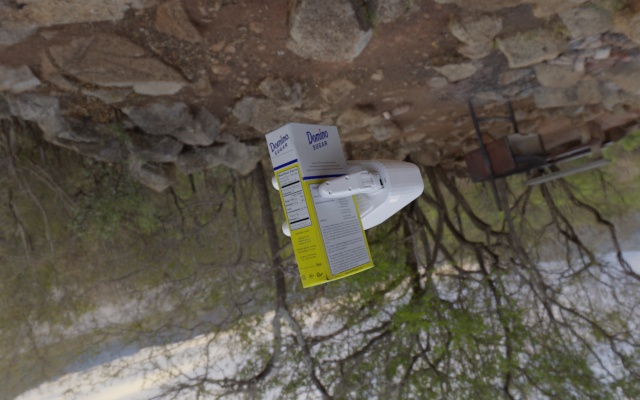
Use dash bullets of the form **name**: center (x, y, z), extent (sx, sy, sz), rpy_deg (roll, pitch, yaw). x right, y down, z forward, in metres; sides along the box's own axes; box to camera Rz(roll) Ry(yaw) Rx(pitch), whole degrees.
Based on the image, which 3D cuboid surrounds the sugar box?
- **sugar box**: center (0.000, 0.002, 0.546), extent (0.048, 0.176, 0.093), rpy_deg (-21, -8, 36)
